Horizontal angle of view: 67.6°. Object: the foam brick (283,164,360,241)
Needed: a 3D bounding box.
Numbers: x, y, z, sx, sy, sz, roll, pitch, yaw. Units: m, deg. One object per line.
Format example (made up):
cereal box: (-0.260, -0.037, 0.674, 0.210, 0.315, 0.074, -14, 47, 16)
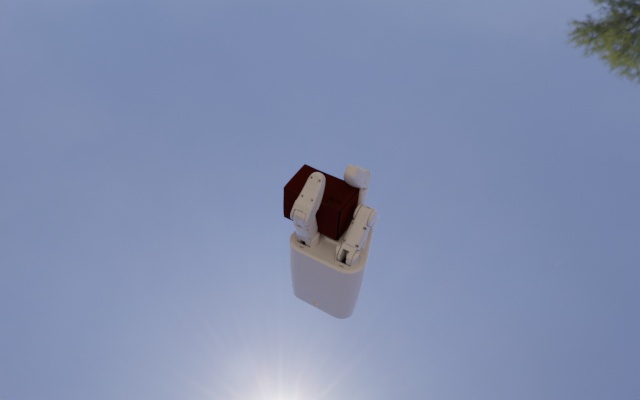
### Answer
foam brick: (0.000, 0.002, 0.576, 0.078, 0.051, 0.053, 24, 47, 19)
